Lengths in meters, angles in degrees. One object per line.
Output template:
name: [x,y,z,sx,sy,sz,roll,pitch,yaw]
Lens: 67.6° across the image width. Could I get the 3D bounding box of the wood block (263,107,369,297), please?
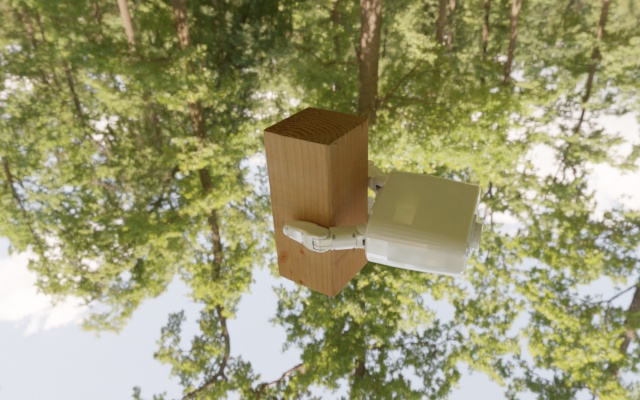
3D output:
wood block: [0.000,0.002,0.589,0.090,0.206,0.090,17,35,31]
